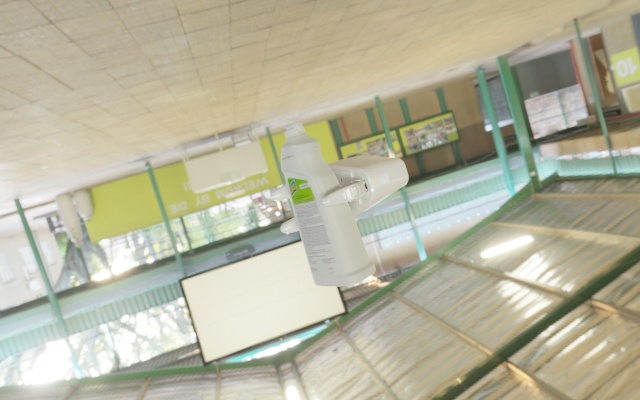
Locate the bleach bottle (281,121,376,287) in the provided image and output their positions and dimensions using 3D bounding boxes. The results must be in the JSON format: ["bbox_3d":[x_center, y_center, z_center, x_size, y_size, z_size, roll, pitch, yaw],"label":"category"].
[{"bbox_3d":[0.000,0.002,0.725,0.068,0.251,0.102,-21,6,-43],"label":"bleach bottle"}]
